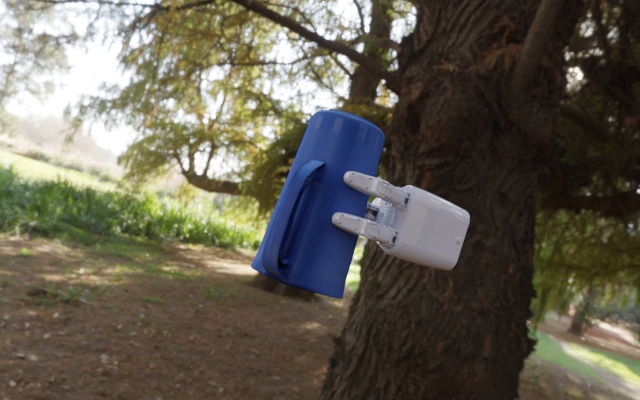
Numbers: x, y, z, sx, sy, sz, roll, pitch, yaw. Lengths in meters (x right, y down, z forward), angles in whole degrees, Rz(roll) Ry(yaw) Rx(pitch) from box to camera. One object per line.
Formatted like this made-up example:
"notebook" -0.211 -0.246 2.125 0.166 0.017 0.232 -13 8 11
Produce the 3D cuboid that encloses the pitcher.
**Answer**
"pitcher" 0.000 0.002 0.653 0.145 0.243 0.149 20 -5 -20
